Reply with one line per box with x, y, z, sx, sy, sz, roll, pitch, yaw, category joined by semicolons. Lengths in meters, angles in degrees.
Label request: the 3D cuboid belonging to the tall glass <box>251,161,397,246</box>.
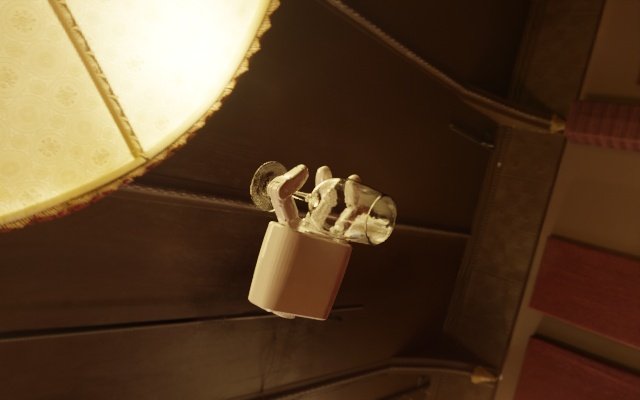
0.000;0.002;0.624;0.201;0.079;0.079;16;11;41;tall glass
